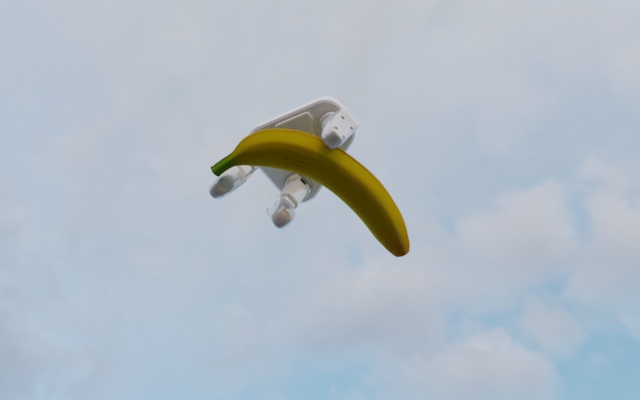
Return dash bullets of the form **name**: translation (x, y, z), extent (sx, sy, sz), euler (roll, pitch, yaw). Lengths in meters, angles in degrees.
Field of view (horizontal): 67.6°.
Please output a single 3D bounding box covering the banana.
- **banana**: translation (0.005, -0.016, 0.438), extent (0.198, 0.069, 0.037), euler (25, 12, -6)
